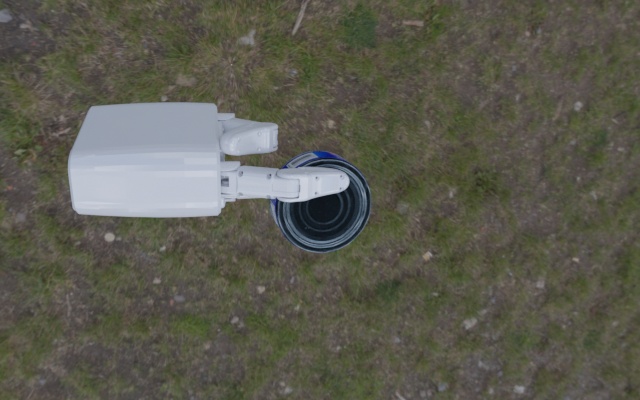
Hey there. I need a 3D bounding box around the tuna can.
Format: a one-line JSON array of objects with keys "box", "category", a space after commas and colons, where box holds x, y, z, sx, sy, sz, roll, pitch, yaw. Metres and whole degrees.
[{"box": [0.000, 0.002, 0.414, 0.086, 0.086, 0.033, 0, 16, -16], "category": "tuna can"}]
